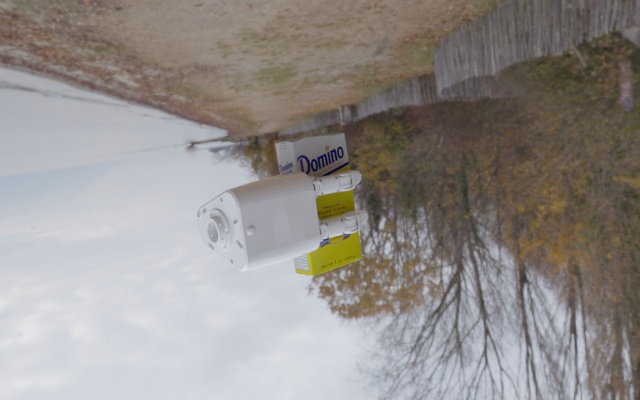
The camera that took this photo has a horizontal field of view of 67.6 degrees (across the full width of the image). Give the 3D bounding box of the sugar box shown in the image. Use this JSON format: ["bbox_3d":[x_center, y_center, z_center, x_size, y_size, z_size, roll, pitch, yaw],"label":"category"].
[{"bbox_3d":[0.000,0.002,0.636,0.093,0.176,0.048,-15,11,-39],"label":"sugar box"}]
